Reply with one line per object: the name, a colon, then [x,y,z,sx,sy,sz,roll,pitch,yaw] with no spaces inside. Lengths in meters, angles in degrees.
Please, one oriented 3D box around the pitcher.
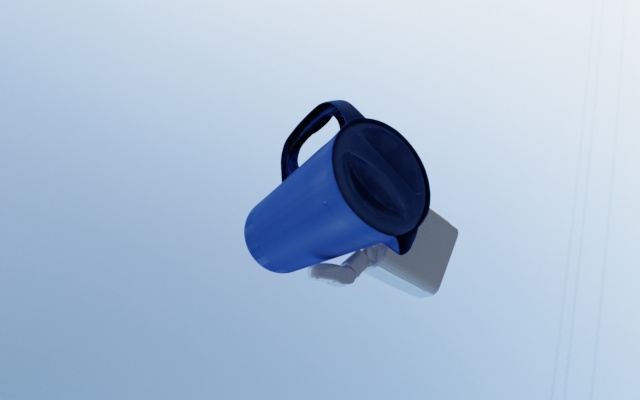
pitcher: [0.000,0.002,0.584,0.145,0.149,0.243,30,-35,-22]
